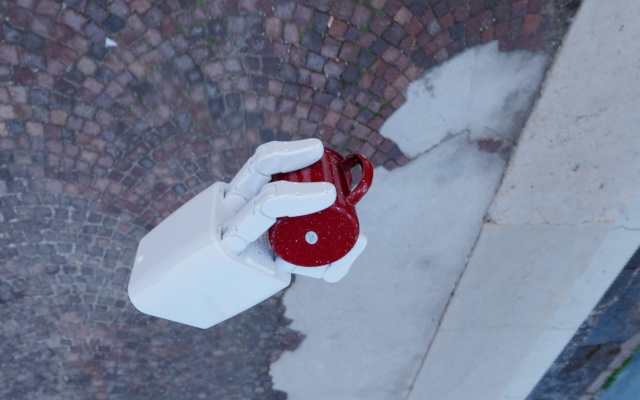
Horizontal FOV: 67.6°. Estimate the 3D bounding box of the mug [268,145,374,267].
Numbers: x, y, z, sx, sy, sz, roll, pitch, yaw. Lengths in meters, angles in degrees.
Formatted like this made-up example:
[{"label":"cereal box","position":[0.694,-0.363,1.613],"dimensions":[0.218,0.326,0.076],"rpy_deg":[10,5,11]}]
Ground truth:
[{"label":"mug","position":[0.001,0.001,0.442],"dimensions":[0.117,0.081,0.093],"rpy_deg":[-33,-53,18]}]
